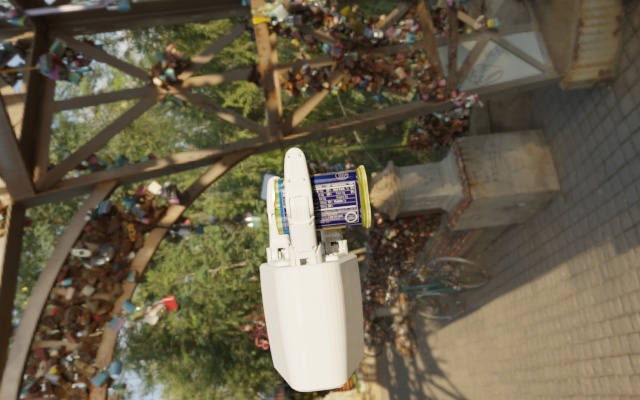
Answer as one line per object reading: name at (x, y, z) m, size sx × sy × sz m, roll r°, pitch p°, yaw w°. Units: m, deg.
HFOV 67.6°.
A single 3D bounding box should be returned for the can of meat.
can of meat at (0.000, 0.001, 0.463) m, size 0.084 × 0.057 × 0.102 m, roll -6°, pitch 0°, yaw -1°
